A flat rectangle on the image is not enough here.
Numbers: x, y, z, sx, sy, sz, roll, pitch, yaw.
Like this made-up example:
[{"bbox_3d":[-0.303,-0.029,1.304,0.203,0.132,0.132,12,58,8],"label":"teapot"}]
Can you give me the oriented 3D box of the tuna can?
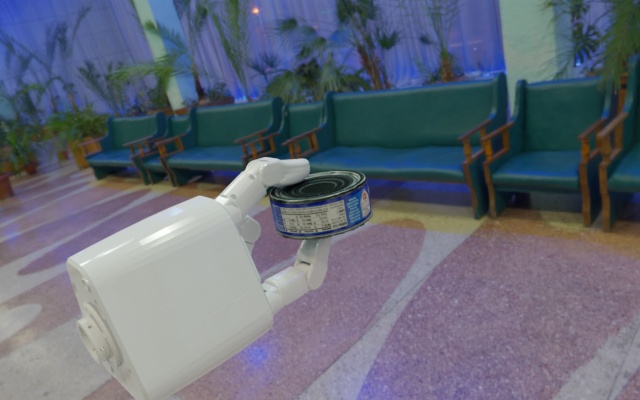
[{"bbox_3d":[0.000,0.001,0.408,0.086,0.034,0.086,-9,17,3],"label":"tuna can"}]
